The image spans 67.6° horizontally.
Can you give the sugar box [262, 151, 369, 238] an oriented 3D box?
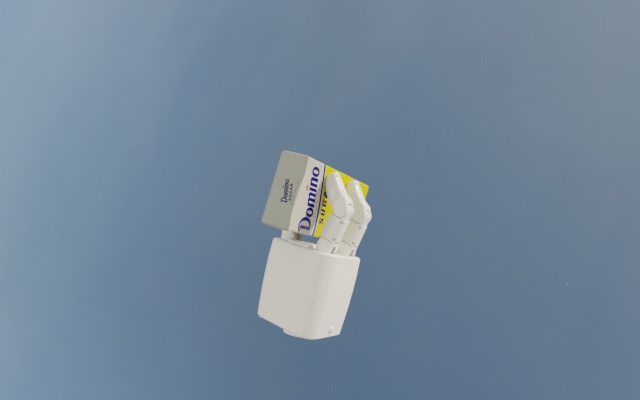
[{"bbox_3d":[0.001,0.002,0.633,0.048,0.093,0.176,16,-1,29],"label":"sugar box"}]
